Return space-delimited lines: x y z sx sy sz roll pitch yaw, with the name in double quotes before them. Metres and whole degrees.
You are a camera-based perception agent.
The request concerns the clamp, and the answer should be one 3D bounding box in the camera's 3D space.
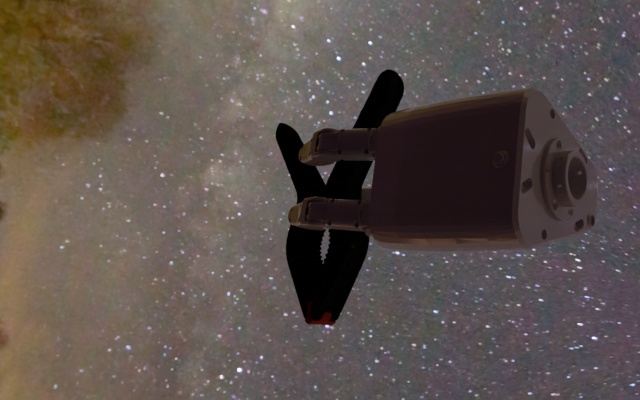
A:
"clamp" 0.001 0.002 0.428 0.036 0.210 0.164 14 -11 -36
